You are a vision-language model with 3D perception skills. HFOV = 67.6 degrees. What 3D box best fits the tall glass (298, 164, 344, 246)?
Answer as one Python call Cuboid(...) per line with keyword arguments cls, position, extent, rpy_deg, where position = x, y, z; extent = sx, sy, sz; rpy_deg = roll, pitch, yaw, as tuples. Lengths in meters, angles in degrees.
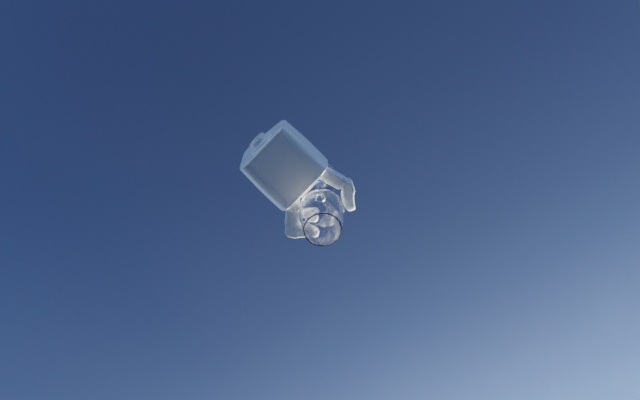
Cuboid(cls="tall glass", position=(0.000, 0.003, 0.844), extent=(0.079, 0.079, 0.201), rpy_deg=(0, 27, -2))
